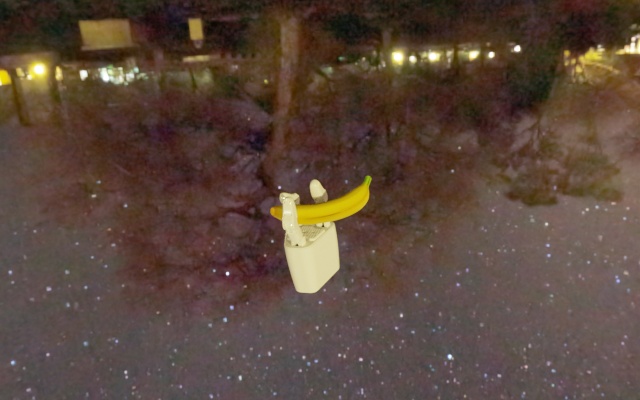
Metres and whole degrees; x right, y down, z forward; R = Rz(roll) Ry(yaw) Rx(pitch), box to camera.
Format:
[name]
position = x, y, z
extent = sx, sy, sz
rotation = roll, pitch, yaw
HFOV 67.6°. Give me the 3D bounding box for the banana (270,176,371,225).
[banana]
position = 0.006, 0.012, 0.868
extent = 0.198, 0.037, 0.069
rotation = -17, 35, 1
